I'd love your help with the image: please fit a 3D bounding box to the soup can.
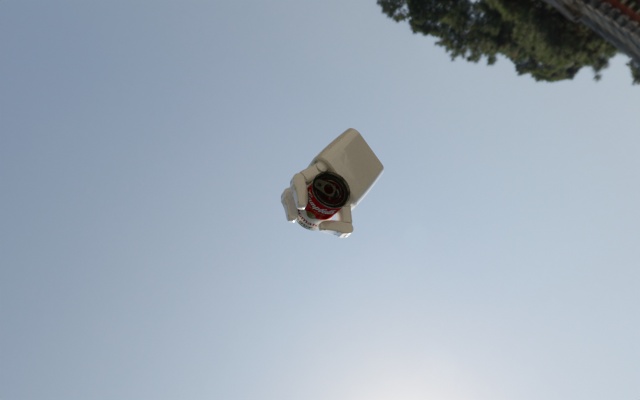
[{"bbox_3d":[0.000,0.003,0.821,0.068,0.068,0.102,0,-25,-23],"label":"soup can"}]
